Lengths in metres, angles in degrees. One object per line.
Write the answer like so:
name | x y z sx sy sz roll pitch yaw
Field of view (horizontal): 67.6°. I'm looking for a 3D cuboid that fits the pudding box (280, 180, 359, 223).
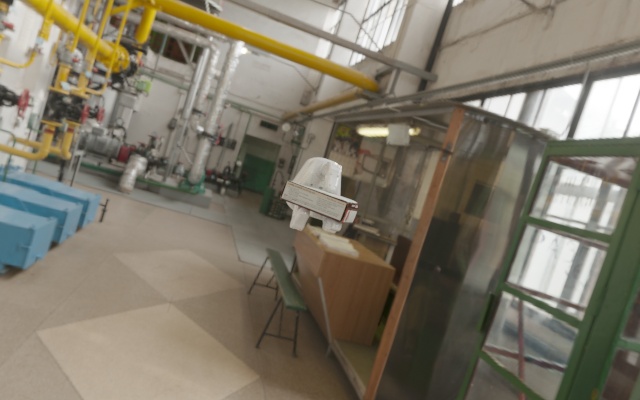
pudding box | 0.000 0.002 0.797 0.113 0.039 0.090 19 3 16
